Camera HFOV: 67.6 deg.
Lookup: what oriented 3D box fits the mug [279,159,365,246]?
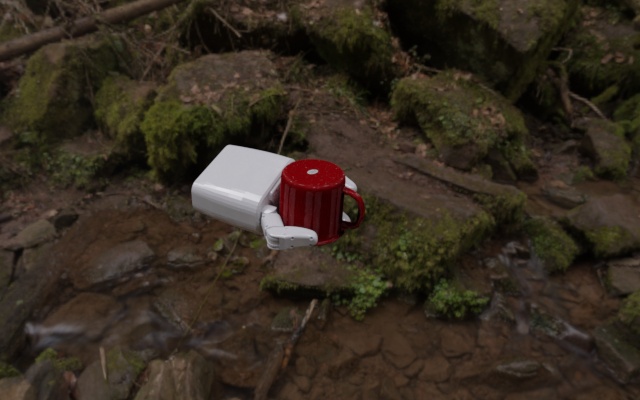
[{"bbox_3d":[0.001,0.002,0.608,0.117,0.081,0.093,15,32,18],"label":"mug"}]
